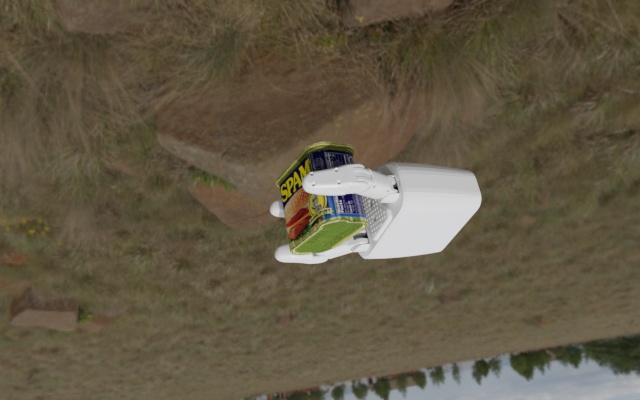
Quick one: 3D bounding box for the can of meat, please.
[{"bbox_3d":[0.000,0.002,0.493,0.057,0.084,0.102,2,-25,-30],"label":"can of meat"}]
